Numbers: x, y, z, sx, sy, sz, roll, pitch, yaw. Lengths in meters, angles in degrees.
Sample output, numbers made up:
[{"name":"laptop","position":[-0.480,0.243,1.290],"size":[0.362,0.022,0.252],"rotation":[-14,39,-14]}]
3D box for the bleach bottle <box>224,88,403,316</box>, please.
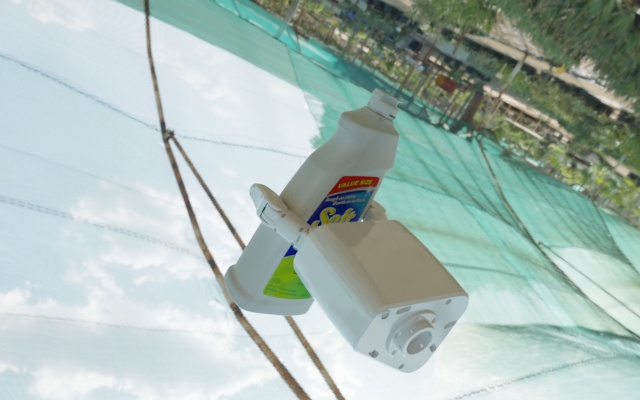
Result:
[{"name":"bleach bottle","position":[0.000,0.002,0.486],"size":[0.102,0.251,0.068],"rotation":[16,22,-38]}]
